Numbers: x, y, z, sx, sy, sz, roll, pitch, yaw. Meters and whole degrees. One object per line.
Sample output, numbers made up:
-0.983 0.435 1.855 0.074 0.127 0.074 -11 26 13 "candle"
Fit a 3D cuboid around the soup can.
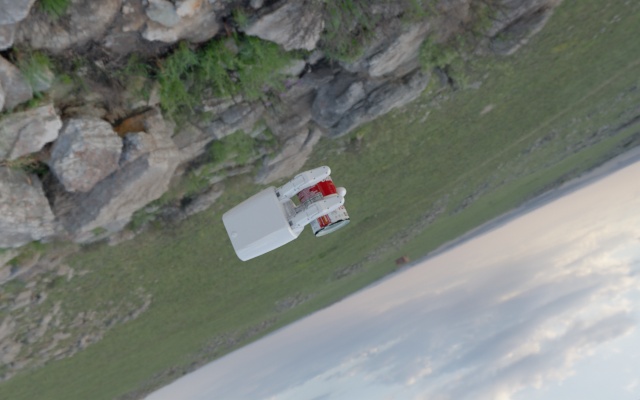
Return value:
0.001 0.003 0.826 0.068 0.102 0.068 -23 -12 -5 "soup can"
